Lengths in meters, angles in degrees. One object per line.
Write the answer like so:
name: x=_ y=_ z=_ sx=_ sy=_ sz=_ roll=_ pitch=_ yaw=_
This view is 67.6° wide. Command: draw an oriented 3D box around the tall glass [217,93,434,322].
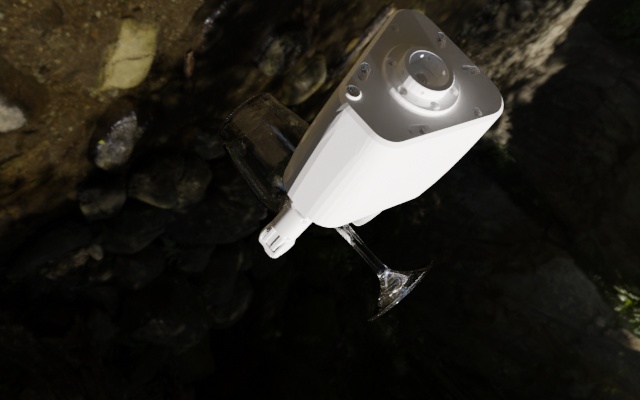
tall glass: x=0.000 y=0.002 z=0.406 sx=0.079 sy=0.201 sz=0.079 roll=-41 pitch=-7 yaw=-6
